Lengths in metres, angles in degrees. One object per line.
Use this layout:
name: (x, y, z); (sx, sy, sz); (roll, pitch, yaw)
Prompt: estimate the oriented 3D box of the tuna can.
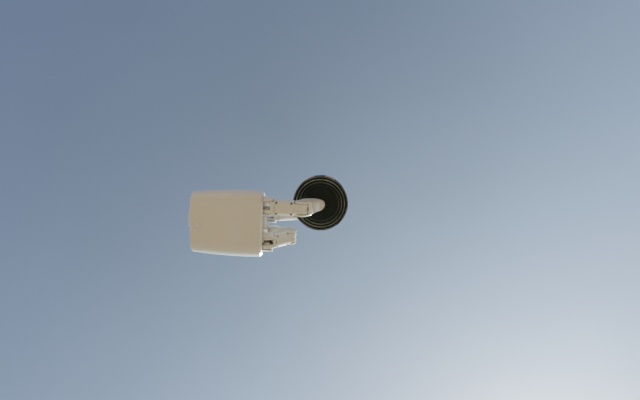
tuna can: (0.000, 0.002, 0.758); (0.086, 0.086, 0.033); (0, 8, 1)
